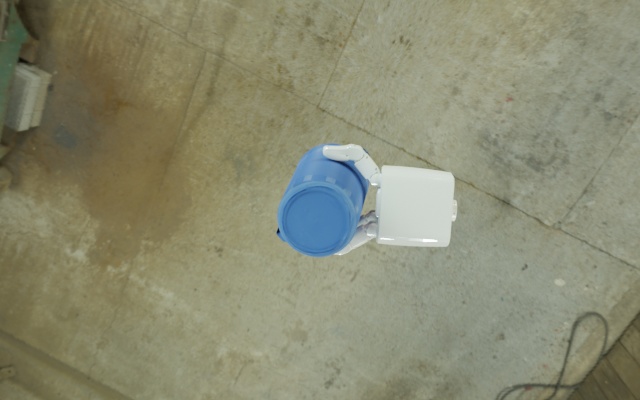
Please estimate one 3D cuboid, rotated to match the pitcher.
[{"bbox_3d":[0.000,0.002,0.740,0.145,0.149,0.242,5,16,5],"label":"pitcher"}]
